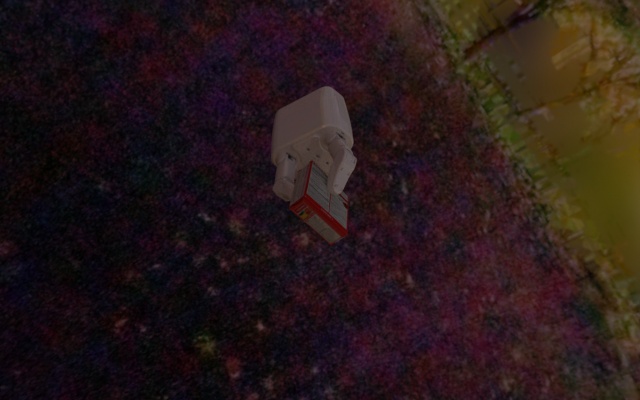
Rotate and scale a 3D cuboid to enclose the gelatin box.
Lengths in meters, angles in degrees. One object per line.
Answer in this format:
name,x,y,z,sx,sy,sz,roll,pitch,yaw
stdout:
gelatin box,0.000,0.002,0.589,0.030,0.073,0.089,-37,23,24
